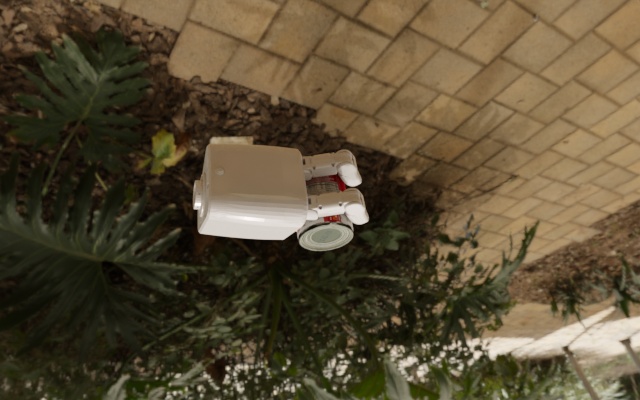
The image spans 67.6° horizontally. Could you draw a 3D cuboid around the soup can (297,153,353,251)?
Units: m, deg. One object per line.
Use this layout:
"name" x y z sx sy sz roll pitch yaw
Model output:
"soup can" 0.001 0.002 0.586 0.068 0.102 0.068 -7 -31 -4
